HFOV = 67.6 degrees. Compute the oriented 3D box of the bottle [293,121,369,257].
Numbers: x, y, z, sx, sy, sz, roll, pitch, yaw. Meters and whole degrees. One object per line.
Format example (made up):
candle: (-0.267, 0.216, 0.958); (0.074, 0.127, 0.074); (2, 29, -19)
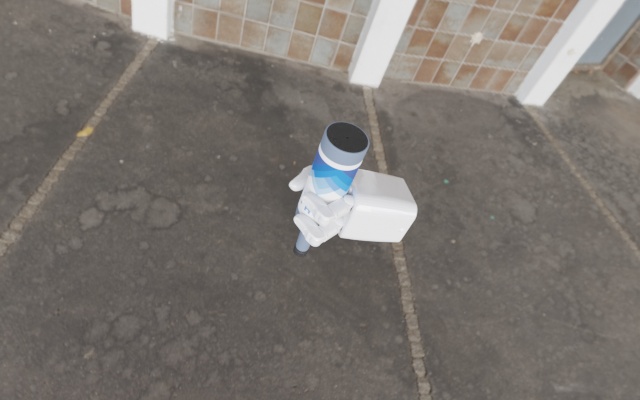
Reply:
bottle: (0.000, 0.002, 0.782); (0.069, 0.069, 0.296); (0, -39, -19)
